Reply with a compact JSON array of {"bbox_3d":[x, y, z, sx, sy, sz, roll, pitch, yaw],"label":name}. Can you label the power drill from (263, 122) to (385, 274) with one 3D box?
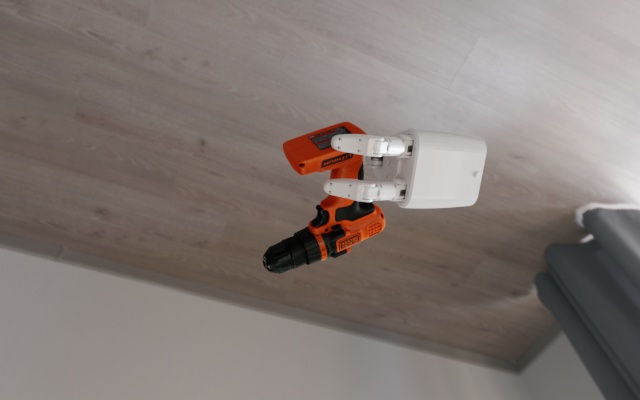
[{"bbox_3d":[0.000,0.002,0.624,0.184,0.188,0.057,-23,44,-19],"label":"power drill"}]
